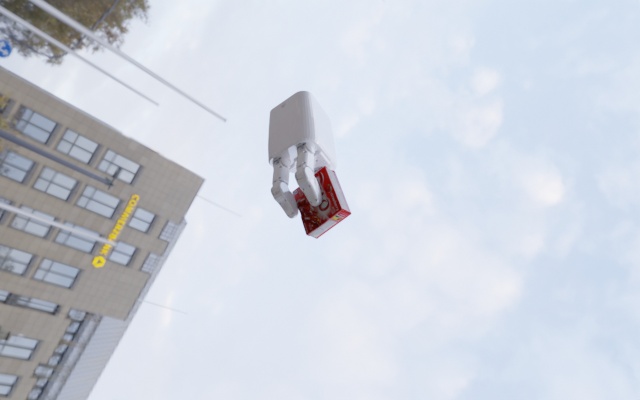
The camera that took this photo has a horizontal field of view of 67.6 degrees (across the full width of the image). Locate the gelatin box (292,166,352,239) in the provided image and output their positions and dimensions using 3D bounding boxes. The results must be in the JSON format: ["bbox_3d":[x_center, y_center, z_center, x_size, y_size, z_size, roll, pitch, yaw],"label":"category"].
[{"bbox_3d":[0.000,0.003,0.737,0.073,0.089,0.030,-37,-37,24],"label":"gelatin box"}]
